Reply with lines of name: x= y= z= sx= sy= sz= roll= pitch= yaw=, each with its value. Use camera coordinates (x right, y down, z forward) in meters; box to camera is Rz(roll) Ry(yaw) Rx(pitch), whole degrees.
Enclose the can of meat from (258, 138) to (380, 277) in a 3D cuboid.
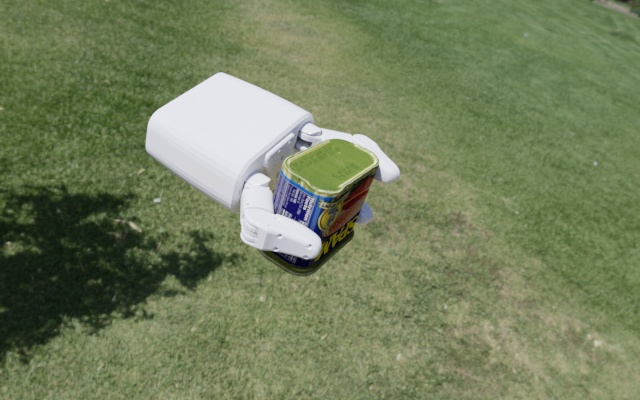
can of meat: x=0.000 y=0.001 z=0.404 sx=0.057 sy=0.084 sz=0.102 roll=31 pitch=35 yaw=19
